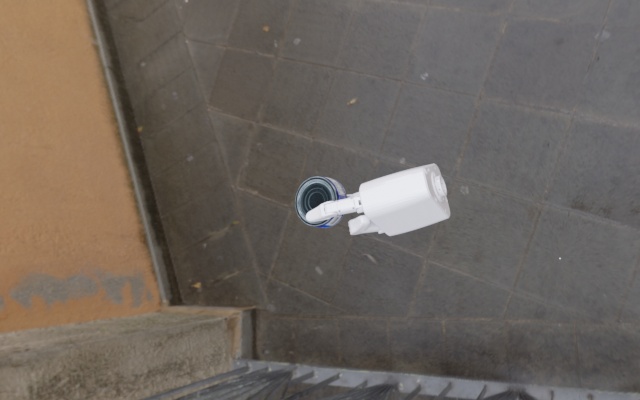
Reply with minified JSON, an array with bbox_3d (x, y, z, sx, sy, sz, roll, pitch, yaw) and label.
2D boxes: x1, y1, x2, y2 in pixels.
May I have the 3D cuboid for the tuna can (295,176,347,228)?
[{"bbox_3d":[0.000,0.003,0.798,0.086,0.086,0.034,0,-5,32],"label":"tuna can"}]
